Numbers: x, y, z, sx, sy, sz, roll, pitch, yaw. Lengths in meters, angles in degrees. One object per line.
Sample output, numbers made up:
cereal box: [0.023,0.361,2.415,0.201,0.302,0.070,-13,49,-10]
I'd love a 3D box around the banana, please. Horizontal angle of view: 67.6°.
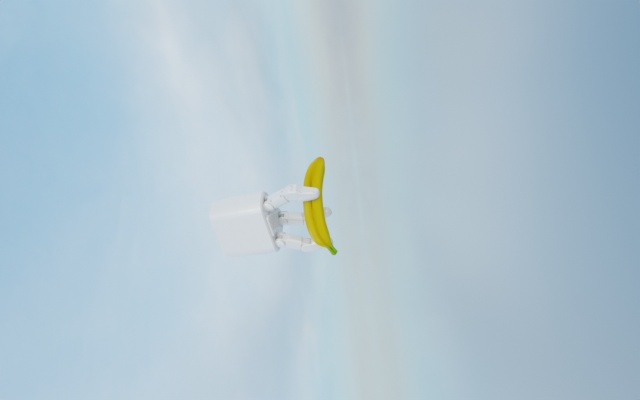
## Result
banana: [-0.007,0.001,0.875,0.037,0.197,0.070,-14,-22,21]
